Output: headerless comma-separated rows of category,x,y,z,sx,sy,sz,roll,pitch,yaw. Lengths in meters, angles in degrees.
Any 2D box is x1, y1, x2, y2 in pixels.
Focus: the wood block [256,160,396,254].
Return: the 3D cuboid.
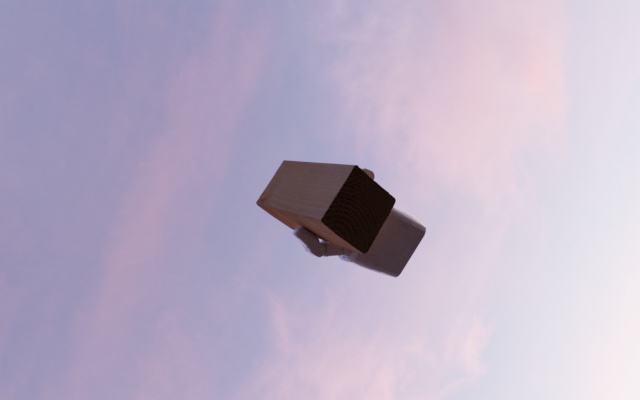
wood block,0.000,0.003,0.711,0.090,0.091,0.206,38,-14,-29
